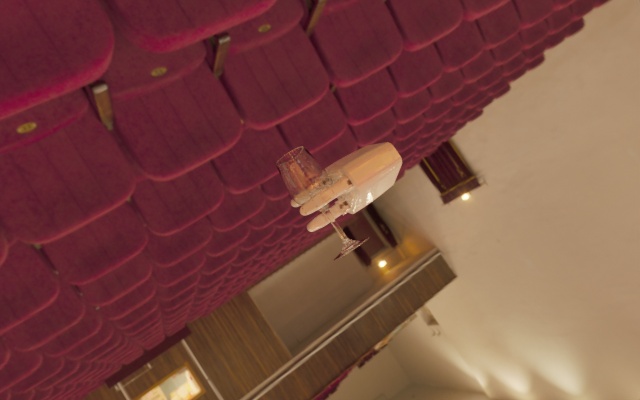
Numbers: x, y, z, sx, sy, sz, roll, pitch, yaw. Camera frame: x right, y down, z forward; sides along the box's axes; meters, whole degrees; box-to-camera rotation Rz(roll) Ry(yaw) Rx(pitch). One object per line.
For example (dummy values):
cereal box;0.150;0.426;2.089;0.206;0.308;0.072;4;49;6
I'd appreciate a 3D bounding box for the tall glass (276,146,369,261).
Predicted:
tall glass;0.000;0.003;0.845;0.079;0.201;0.079;-34;-3;-2
